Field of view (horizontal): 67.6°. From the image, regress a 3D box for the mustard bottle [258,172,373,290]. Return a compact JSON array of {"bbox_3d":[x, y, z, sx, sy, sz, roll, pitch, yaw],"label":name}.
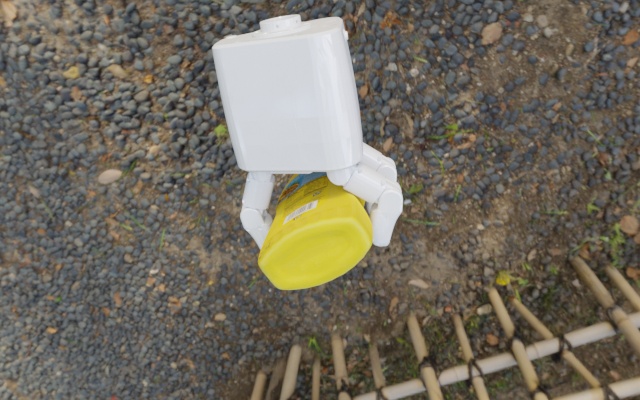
[{"bbox_3d":[0.000,0.002,0.463,0.096,0.058,0.191,-29,22,17],"label":"mustard bottle"}]
